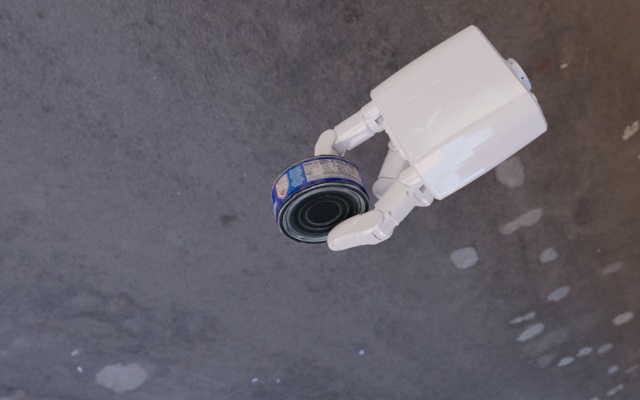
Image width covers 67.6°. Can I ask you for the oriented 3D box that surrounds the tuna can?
[{"bbox_3d":[0.000,0.002,0.426,0.086,0.033,0.086,-9,-40,-8],"label":"tuna can"}]
